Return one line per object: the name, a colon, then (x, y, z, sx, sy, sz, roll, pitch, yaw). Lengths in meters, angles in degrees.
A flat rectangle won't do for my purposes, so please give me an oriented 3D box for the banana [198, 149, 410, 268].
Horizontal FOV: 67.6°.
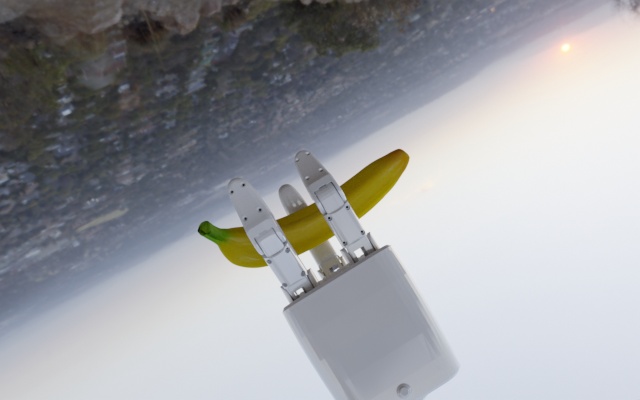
banana: (-0.005, 0.013, 0.417, 0.198, 0.037, 0.070, -23, -29, -22)
